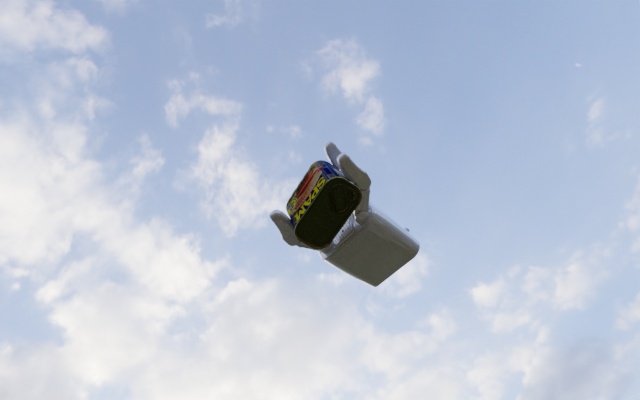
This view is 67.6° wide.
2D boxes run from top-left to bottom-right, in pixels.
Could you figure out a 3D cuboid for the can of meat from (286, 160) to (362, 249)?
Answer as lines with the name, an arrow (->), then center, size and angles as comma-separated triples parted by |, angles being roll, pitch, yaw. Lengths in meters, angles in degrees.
can of meat -> 0.000, 0.002, 0.658 | 0.057, 0.102, 0.084 | 30, 12, -25
